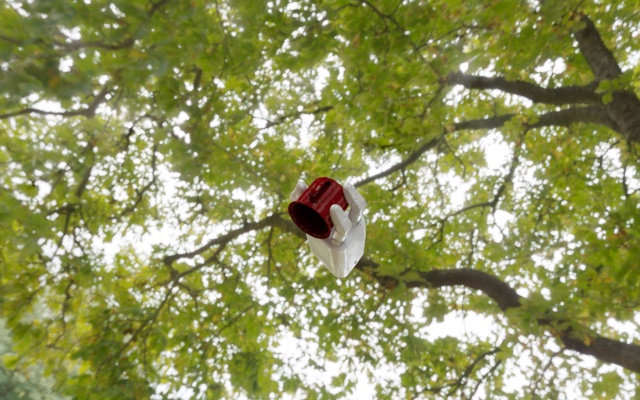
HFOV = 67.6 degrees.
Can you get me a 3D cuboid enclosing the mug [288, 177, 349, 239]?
[{"bbox_3d":[0.000,0.002,0.870,0.093,0.081,0.117,25,-34,23],"label":"mug"}]
